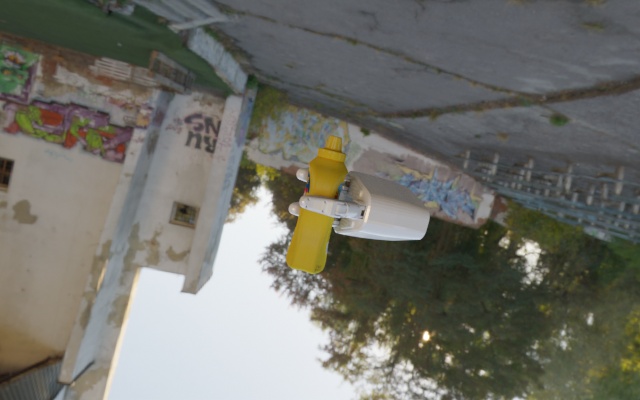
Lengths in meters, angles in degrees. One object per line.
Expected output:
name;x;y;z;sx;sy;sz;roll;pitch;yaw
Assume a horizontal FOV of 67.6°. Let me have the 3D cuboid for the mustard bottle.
mustard bottle;0.000;0.002;0.684;0.058;0.191;0.096;15;7;3
